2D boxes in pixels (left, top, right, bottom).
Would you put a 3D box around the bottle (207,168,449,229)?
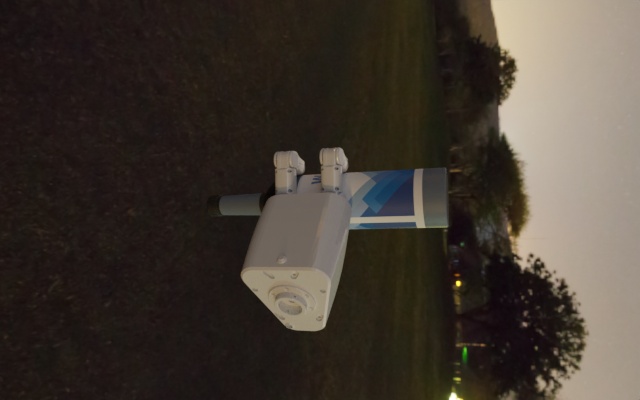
[{"bbox_3d":[0.000,0.002,0.572,0.296,0.069,0.069,-2,-1,17],"label":"bottle"}]
